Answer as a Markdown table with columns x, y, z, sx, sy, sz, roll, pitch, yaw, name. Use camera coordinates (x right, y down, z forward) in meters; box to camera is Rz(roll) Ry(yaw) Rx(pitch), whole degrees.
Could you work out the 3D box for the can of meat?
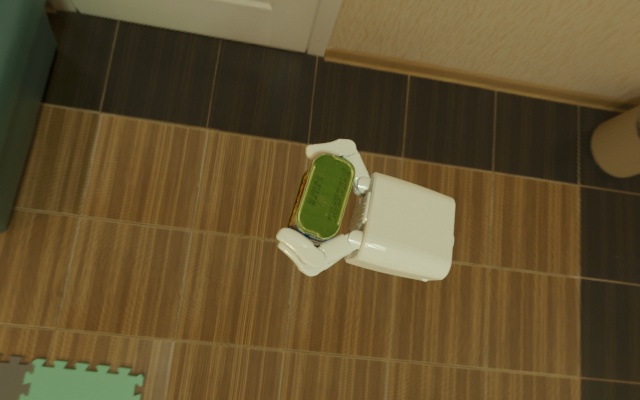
| x | y | z | sx | sy | sz | roll | pitch | yaw | name |
| --- | --- | --- | --- | --- | --- | --- | --- | --- | --- |
| 0.000 | 0.002 | 0.568 | 0.057 | 0.102 | 0.084 | 18 | -13 | -5 | can of meat |
